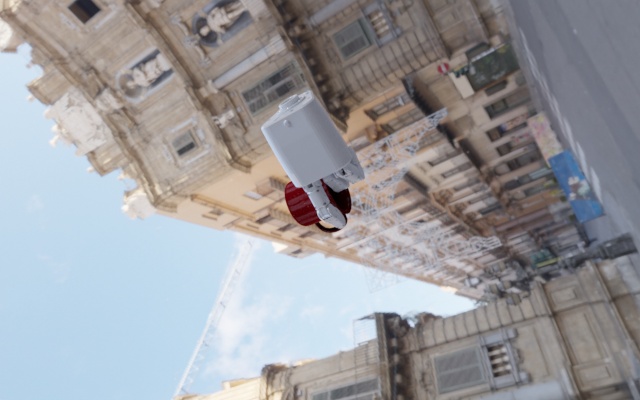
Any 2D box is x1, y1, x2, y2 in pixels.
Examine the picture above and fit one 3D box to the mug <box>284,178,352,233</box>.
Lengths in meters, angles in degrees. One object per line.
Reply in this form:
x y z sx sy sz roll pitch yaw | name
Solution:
0.001 0.004 0.795 0.081 0.117 0.093 -23 19 23 | mug
